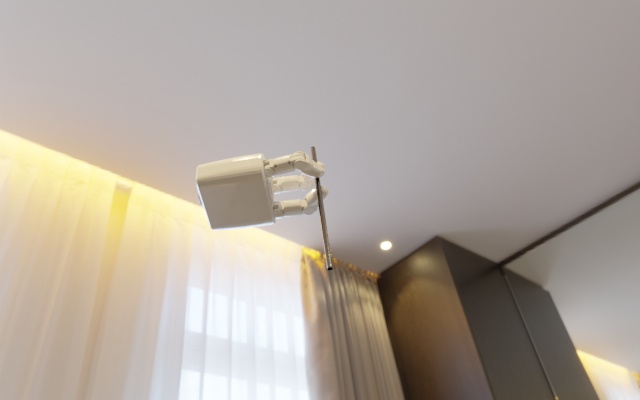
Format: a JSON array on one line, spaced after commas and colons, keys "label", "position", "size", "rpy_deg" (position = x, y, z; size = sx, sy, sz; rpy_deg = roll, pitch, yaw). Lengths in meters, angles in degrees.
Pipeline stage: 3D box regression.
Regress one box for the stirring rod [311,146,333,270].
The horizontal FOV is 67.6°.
[{"label": "stirring rod", "position": [0.000, 0.002, 0.729], "size": [0.011, 0.239, 0.011], "rpy_deg": [-5, -40, -4]}]
